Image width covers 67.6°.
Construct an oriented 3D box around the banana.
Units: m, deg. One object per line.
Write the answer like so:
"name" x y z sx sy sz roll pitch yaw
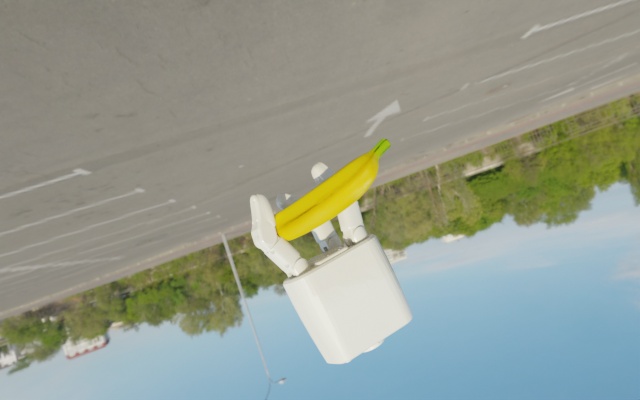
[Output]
"banana" -0.005 0.007 0.511 0.198 0.037 0.069 -34 4 33
